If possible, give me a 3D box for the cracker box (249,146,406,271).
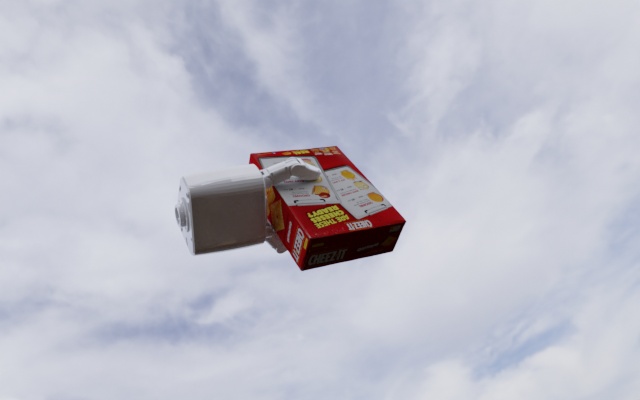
[{"bbox_3d":[0.000,0.002,0.737,0.164,0.072,0.213,-8,41,-29],"label":"cracker box"}]
